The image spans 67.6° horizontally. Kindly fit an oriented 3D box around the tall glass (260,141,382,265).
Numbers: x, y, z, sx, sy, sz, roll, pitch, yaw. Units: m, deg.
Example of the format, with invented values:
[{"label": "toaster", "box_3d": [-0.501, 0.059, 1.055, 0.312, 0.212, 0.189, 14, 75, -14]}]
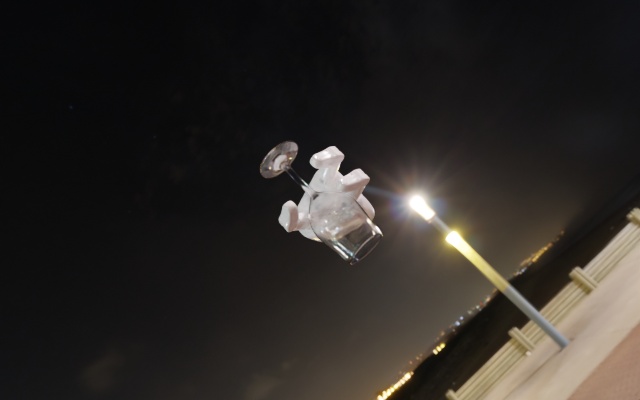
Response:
[{"label": "tall glass", "box_3d": [0.000, 0.002, 0.708, 0.201, 0.079, 0.079, 46, 21, 22]}]
